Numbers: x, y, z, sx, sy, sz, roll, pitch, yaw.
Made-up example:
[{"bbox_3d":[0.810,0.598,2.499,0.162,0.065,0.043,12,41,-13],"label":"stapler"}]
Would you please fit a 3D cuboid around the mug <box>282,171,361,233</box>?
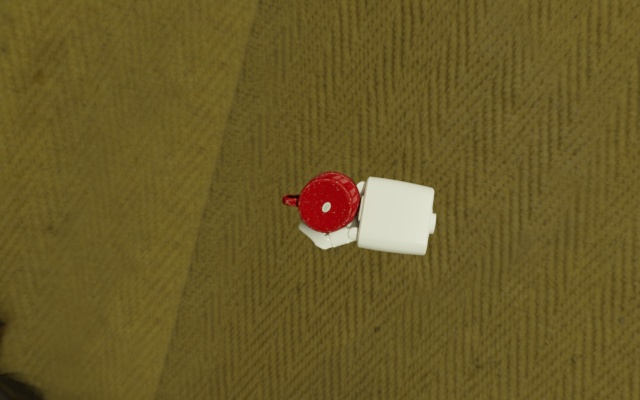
[{"bbox_3d":[-0.001,0.002,0.719,0.117,0.093,0.081,7,6,7],"label":"mug"}]
